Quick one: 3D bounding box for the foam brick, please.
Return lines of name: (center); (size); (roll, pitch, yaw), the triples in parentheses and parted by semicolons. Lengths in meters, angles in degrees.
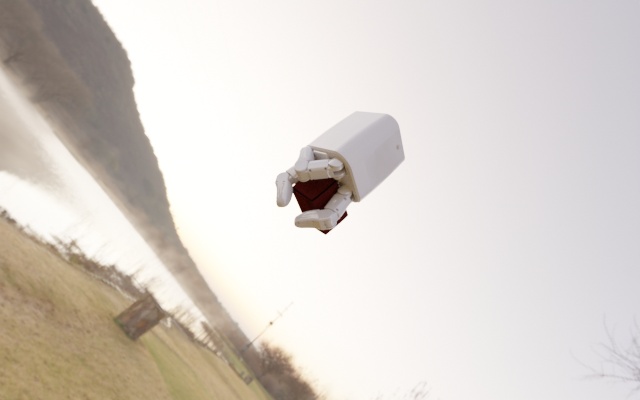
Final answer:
foam brick: (0.000, 0.003, 0.718); (0.051, 0.078, 0.053); (-40, 47, -19)
